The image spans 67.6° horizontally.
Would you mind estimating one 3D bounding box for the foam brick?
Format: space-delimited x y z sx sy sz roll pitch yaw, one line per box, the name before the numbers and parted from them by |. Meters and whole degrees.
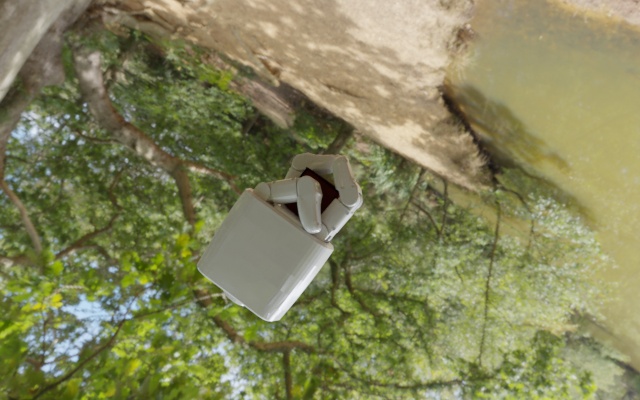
foam brick | 0.000 0.002 0.569 0.053 0.051 0.078 36 3 21
